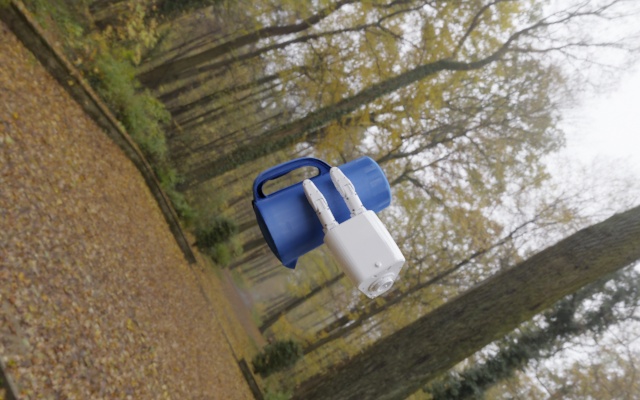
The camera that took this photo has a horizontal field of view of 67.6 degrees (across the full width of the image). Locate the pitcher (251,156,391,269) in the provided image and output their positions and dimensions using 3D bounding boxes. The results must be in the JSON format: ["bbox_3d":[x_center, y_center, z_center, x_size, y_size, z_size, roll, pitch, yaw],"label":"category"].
[{"bbox_3d":[0.000,0.003,0.881,0.243,0.145,0.149,-26,-30,-12],"label":"pitcher"}]
